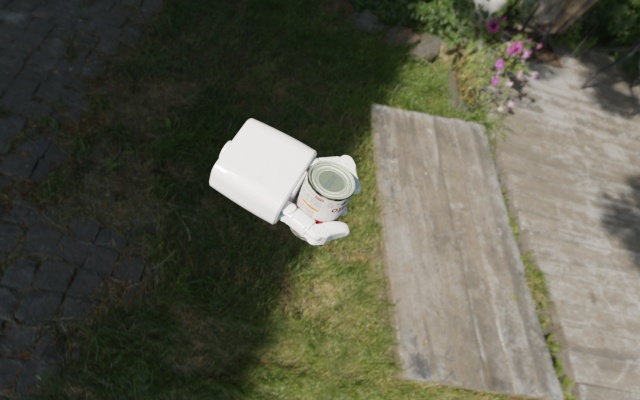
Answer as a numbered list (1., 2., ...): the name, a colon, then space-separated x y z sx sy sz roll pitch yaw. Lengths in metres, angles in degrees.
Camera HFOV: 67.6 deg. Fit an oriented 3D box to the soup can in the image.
1. soup can: 0.001 0.002 0.657 0.068 0.068 0.102 0 -36 -22
